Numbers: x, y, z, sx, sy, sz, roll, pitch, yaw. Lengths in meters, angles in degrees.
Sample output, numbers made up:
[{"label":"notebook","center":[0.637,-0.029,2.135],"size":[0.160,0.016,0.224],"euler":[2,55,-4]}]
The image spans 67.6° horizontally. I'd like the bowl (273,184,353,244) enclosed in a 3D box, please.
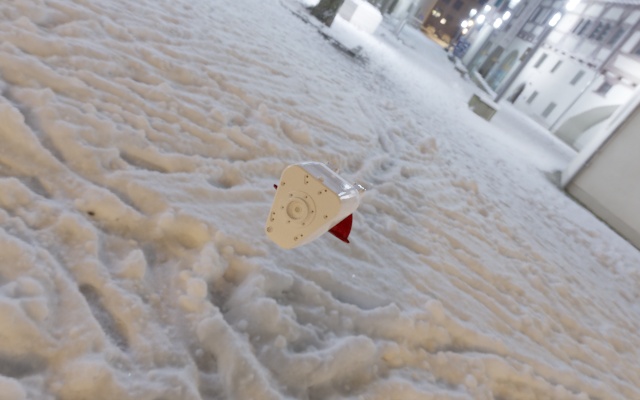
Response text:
[{"label":"bowl","center":[0.000,0.002,0.807],"size":[0.162,0.055,0.162],"euler":[38,2,-1]}]
